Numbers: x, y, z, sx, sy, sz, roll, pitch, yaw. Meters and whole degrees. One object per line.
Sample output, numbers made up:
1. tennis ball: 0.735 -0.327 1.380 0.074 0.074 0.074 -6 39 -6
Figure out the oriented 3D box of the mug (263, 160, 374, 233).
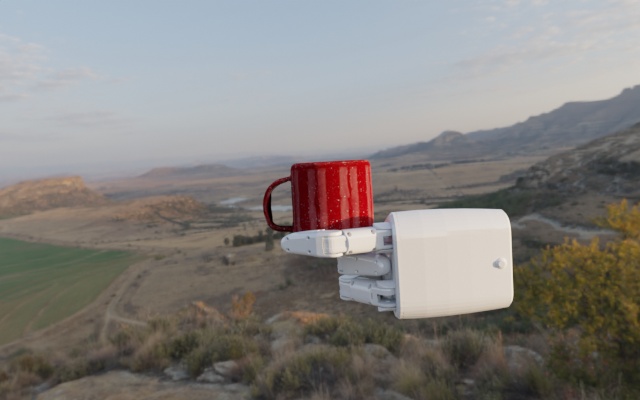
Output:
1. mug: -0.001 0.001 0.486 0.117 0.081 0.093 -4 5 -2
